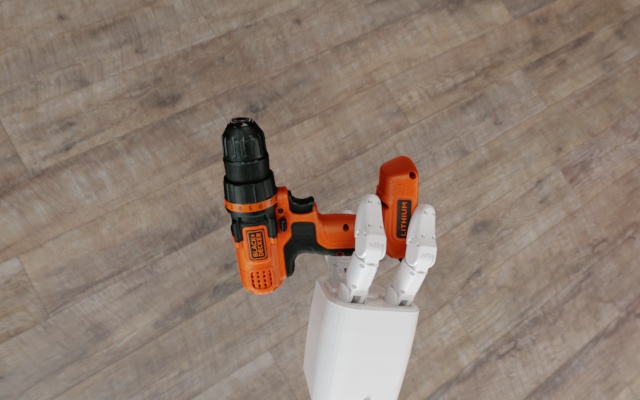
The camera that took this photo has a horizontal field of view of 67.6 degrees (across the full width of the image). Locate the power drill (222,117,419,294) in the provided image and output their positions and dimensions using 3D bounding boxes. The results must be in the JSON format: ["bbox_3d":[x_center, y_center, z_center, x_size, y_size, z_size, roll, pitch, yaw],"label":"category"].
[{"bbox_3d":[0.001,0.002,0.477,0.187,0.184,0.057,-6,27,-4],"label":"power drill"}]
